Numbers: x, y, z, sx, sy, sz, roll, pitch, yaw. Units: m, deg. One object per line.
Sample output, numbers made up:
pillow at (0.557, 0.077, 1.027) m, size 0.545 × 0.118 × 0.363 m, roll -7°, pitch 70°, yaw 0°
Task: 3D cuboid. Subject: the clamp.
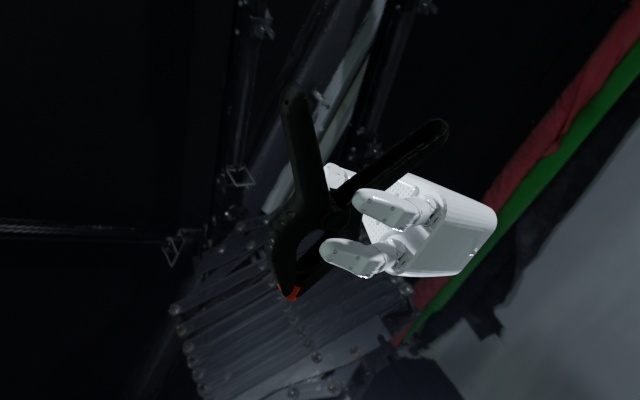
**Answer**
clamp at (0.000, 0.001, 0.406) m, size 0.164 × 0.210 × 0.036 m, roll 13°, pitch 30°, yaw -38°
